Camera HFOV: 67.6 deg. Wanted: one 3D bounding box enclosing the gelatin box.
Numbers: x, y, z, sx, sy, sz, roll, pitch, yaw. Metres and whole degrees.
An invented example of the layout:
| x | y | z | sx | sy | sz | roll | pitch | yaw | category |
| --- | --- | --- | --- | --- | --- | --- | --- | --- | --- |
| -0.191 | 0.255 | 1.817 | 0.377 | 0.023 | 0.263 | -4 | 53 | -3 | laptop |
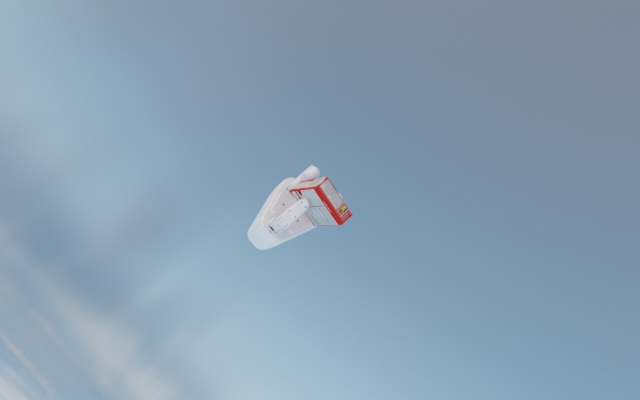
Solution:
| x | y | z | sx | sy | sz | roll | pitch | yaw | category |
| --- | --- | --- | --- | --- | --- | --- | --- | --- | --- |
| 0.000 | 0.003 | 0.742 | 0.030 | 0.073 | 0.089 | -41 | 17 | -24 | gelatin box |
